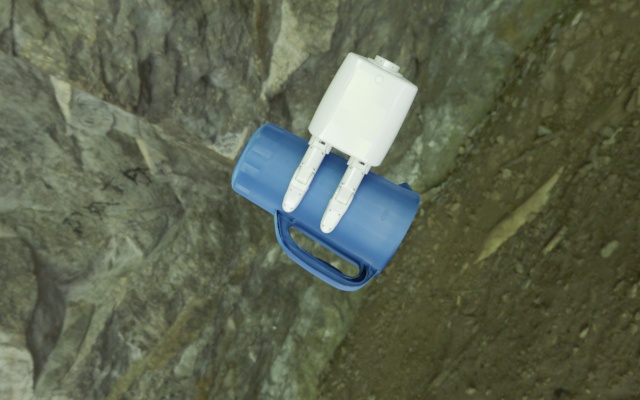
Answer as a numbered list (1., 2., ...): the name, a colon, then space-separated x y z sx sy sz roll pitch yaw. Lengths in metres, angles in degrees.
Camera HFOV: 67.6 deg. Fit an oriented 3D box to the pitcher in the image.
1. pitcher: 0.000 0.002 0.660 0.243 0.145 0.149 29 19 1
